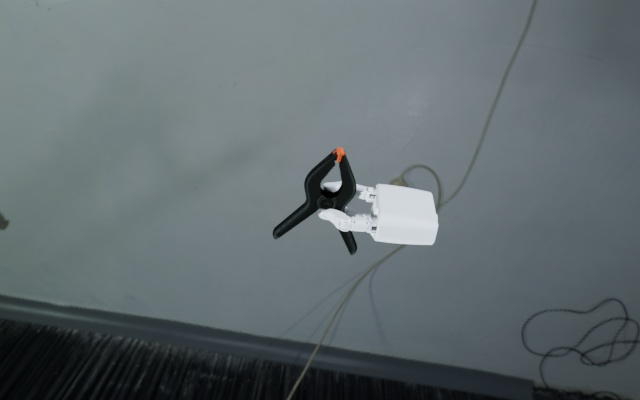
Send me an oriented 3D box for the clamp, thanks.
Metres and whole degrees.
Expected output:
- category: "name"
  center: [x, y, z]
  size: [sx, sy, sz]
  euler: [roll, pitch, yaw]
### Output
- category: "clamp"
  center: [0.000, 0.003, 0.875]
  size: [0.164, 0.210, 0.036]
  euler: [6, 26, -4]
